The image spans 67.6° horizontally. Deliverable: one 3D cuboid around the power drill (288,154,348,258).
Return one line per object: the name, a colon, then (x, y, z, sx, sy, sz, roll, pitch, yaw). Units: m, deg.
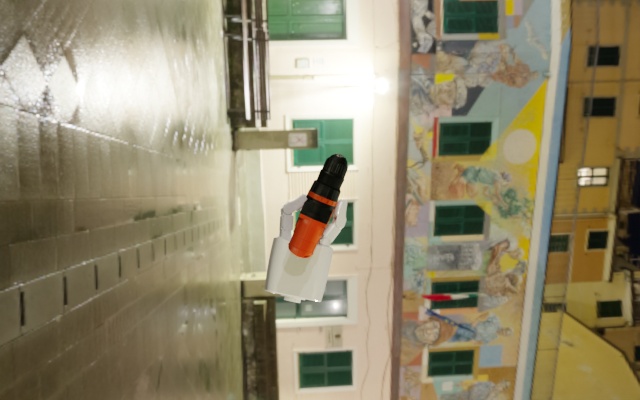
power drill: (0.000, 0.003, 0.865, 0.057, 0.184, 0.187, 25, 6, 2)
